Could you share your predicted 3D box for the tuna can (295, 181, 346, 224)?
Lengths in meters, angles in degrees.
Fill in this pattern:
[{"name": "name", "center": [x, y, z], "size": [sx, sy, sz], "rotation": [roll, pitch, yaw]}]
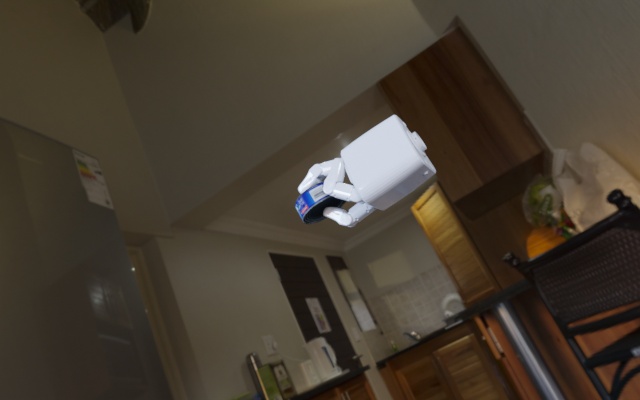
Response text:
[{"name": "tuna can", "center": [0.000, 0.002, 0.817], "size": [0.086, 0.033, 0.086], "rotation": [-27, -21, -11]}]
